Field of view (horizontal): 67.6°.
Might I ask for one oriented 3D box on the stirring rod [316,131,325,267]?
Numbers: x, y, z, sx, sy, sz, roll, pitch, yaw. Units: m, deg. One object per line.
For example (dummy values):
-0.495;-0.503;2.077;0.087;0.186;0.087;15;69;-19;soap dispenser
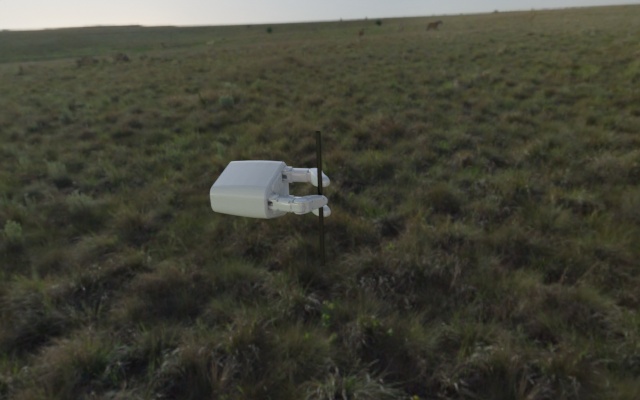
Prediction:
0.000;0.003;0.805;0.011;0.240;0.011;-2;20;1;stirring rod
